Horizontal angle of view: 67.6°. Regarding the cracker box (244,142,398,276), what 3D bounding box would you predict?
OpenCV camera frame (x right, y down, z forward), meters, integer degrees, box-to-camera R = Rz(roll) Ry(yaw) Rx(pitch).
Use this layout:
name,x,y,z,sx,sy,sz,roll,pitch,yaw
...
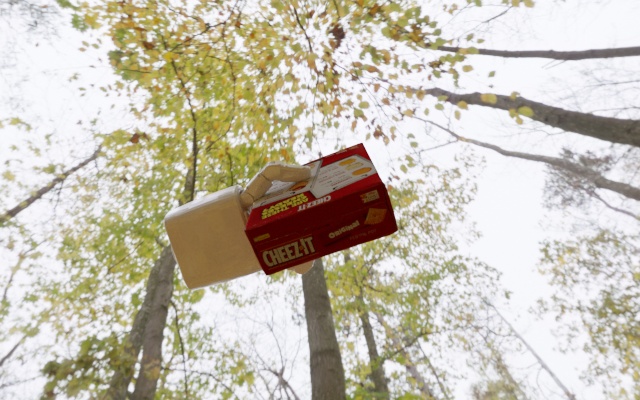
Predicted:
name,x,y,z,sx,sy,sz,roll,pitch,yaw
cracker box,0.000,0.002,0.626,0.164,0.072,0.213,-20,18,5
